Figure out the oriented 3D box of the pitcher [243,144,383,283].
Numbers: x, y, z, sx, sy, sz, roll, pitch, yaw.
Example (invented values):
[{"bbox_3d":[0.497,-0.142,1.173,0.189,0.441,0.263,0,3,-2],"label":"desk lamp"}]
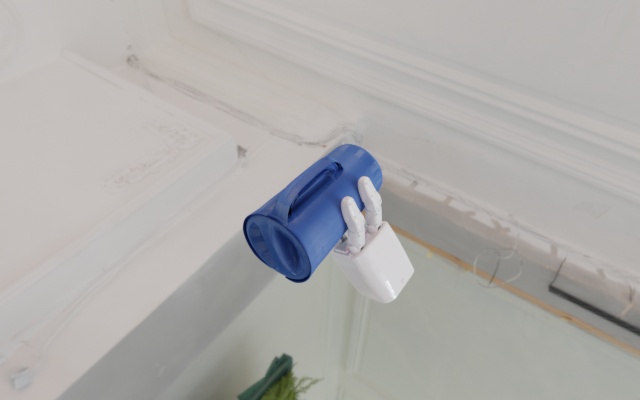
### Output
[{"bbox_3d":[0.000,0.003,0.777,0.149,0.145,0.242,-15,24,50],"label":"pitcher"}]
